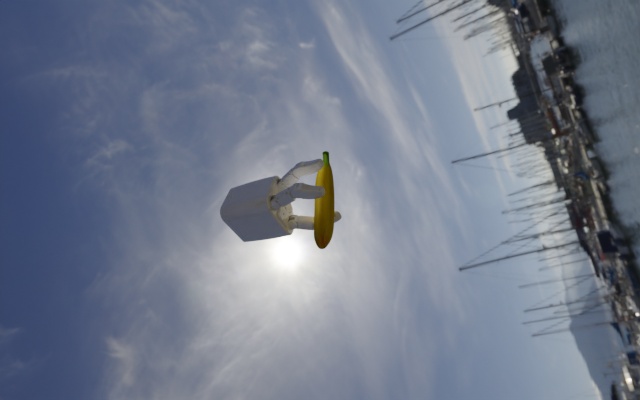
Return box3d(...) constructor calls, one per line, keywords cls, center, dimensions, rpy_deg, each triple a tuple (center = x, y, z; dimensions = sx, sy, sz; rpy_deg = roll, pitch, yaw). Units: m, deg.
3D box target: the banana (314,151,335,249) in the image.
box3d(cls="banana", center=(0.005, 0.009, 0.875), dimensions=(0.037, 0.197, 0.070), rpy_deg=(-6, -30, 12))
